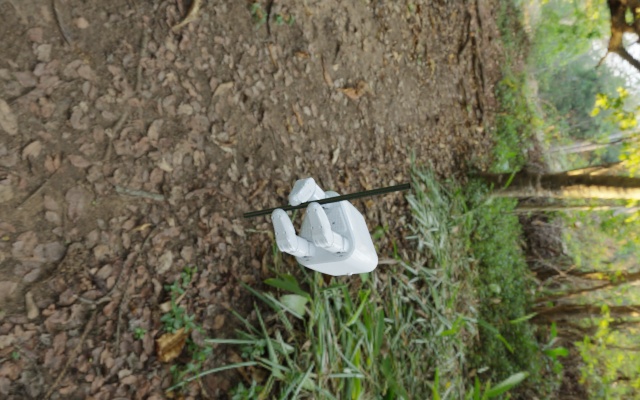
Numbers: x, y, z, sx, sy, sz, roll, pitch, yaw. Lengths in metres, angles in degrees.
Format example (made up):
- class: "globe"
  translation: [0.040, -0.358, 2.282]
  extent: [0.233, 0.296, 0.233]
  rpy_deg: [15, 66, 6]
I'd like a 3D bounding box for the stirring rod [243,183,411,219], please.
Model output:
- class: "stirring rod"
  translation: [0.000, 0.002, 0.625]
  extent: [0.239, 0.011, 0.011]
  rpy_deg: [-10, -5, 25]
